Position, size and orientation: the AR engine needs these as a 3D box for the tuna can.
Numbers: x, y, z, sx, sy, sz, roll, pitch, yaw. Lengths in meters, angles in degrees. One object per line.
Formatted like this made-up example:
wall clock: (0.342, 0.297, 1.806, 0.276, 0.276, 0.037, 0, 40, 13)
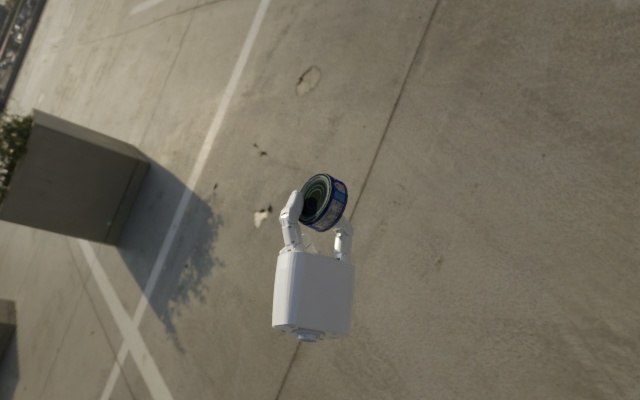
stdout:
tuna can: (0.000, 0.002, 0.722, 0.034, 0.086, 0.086, 27, -16, -33)
